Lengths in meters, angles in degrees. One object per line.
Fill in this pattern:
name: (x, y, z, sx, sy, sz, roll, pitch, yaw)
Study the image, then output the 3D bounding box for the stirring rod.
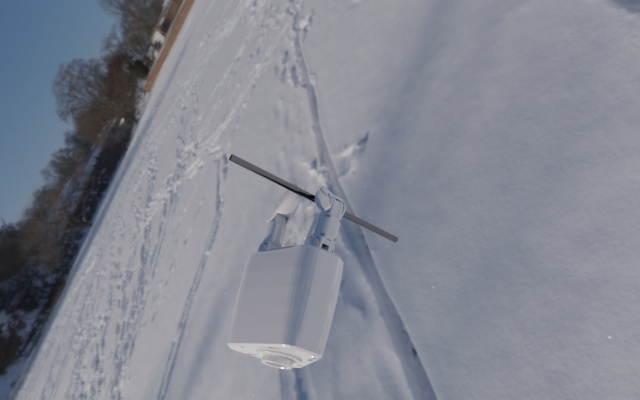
stirring rod: (0.000, 0.002, 0.571, 0.239, 0.011, 0.011, 27, -12, -24)
